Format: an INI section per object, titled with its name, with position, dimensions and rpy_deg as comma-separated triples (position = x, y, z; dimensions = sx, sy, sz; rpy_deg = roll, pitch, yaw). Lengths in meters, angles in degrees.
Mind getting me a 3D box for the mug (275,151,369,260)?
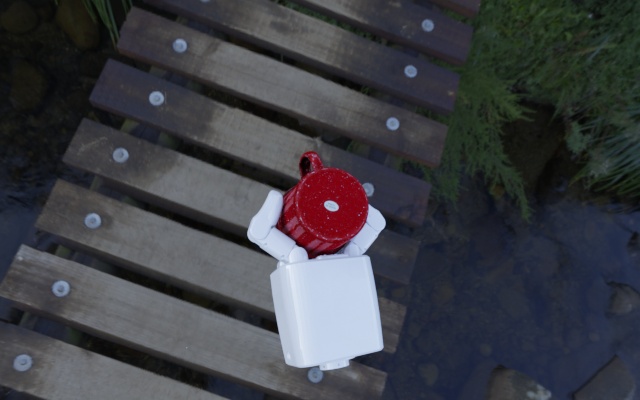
[mug]
position = 0.000, 0.000, 0.525
dimensions = 0.093, 0.117, 0.081
rpy_deg = -8, -13, -18
